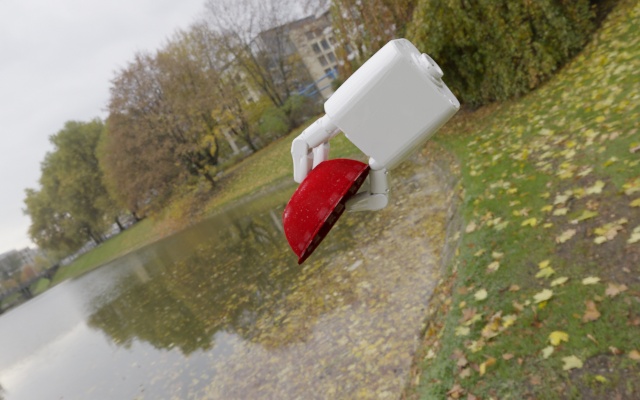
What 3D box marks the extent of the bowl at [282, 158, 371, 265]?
[{"bbox_3d":[-0.001,0.003,0.612,0.055,0.162,0.162,35,5,7],"label":"bowl"}]
